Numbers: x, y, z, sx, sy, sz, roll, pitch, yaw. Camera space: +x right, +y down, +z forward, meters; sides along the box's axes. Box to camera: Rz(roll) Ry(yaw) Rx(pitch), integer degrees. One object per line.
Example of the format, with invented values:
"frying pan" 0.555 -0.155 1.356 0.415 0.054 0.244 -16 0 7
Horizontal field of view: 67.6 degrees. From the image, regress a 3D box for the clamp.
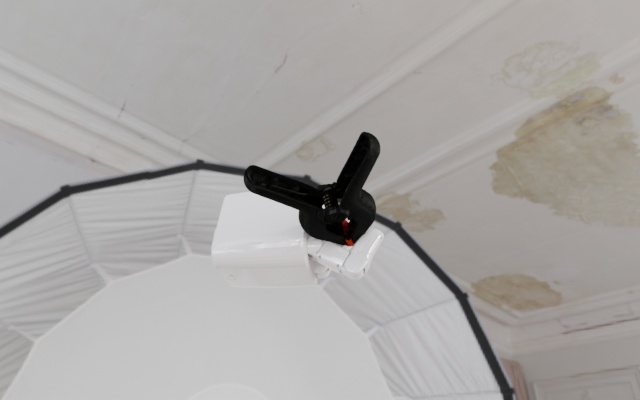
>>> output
"clamp" 0.000 0.001 0.464 0.120 0.039 0.172 -6 -33 5
